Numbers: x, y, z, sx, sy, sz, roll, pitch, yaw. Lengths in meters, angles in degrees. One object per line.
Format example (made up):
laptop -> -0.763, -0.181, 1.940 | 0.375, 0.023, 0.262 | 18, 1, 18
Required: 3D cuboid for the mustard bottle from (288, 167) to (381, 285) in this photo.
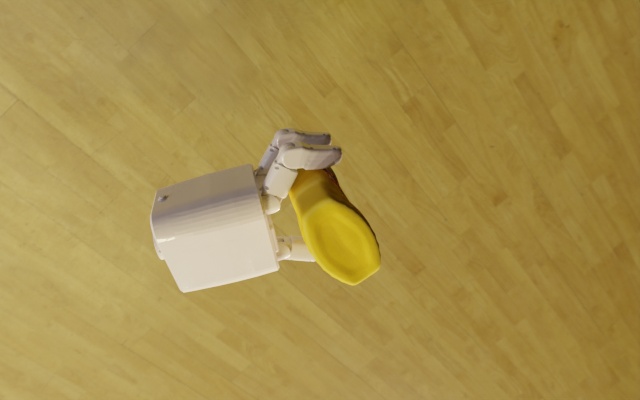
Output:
mustard bottle -> 0.000, 0.002, 0.499 | 0.058, 0.096, 0.191 | -36, 27, 4
